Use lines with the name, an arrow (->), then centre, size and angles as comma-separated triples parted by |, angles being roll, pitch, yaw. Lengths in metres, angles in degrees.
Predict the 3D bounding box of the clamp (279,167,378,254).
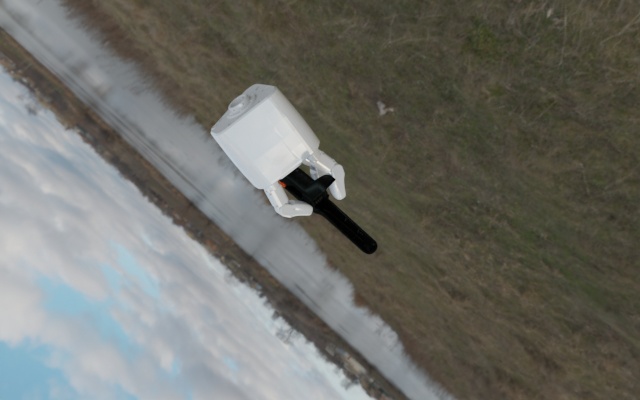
clamp -> -0.001, 0.003, 0.758 | 0.036, 0.165, 0.210 | -44, 32, -12
